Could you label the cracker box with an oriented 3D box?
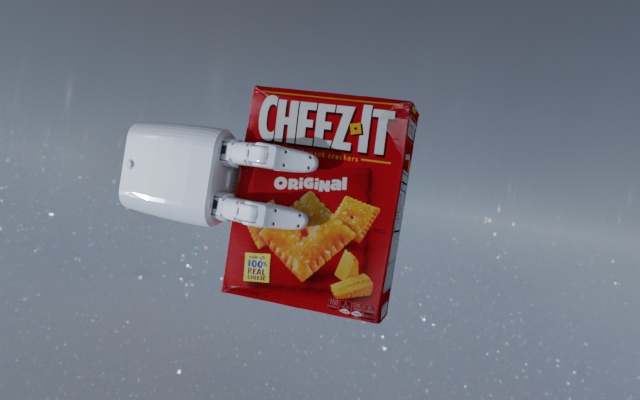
[{"bbox_3d":[0.000,0.002,0.485,0.164,0.213,0.072,9,1,15],"label":"cracker box"}]
